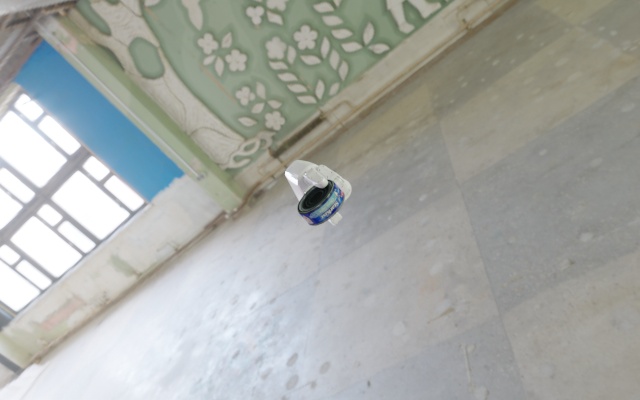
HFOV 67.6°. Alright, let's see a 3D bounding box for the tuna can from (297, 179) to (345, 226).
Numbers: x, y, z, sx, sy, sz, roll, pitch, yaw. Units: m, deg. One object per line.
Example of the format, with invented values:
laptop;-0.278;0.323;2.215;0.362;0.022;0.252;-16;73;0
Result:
tuna can;0.000;0.002;0.857;0.034;0.086;0.086;48;-25;-25
